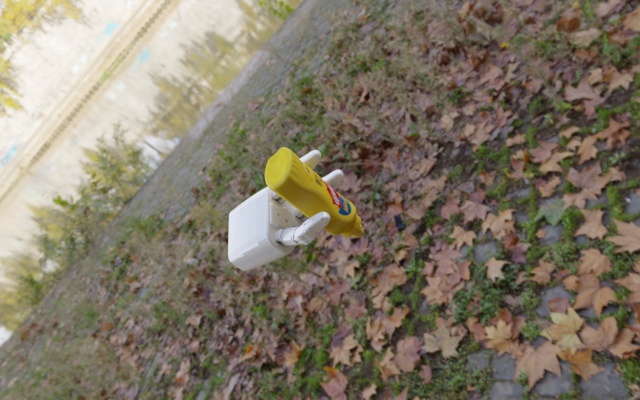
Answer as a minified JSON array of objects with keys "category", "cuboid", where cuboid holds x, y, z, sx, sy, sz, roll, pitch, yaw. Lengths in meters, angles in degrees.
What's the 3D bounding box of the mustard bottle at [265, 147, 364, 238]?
[{"category":"mustard bottle","cuboid":[0.000,0.002,0.746,0.192,0.058,0.096,40,16,-29]}]
